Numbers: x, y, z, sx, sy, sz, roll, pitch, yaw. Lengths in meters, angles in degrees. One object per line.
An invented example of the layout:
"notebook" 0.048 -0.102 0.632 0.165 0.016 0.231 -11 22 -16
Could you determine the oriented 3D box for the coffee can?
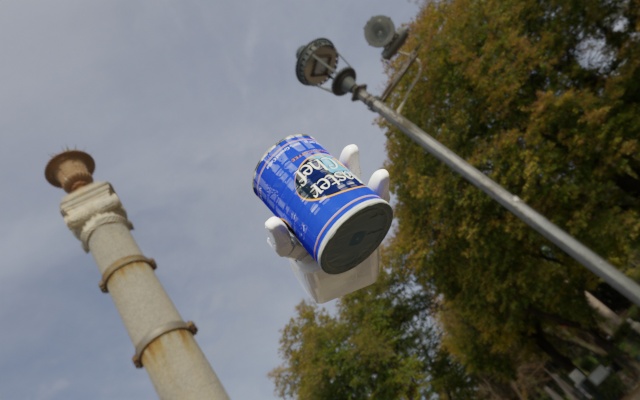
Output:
"coffee can" 0.000 0.002 0.559 0.103 0.103 0.140 0 36 -48
